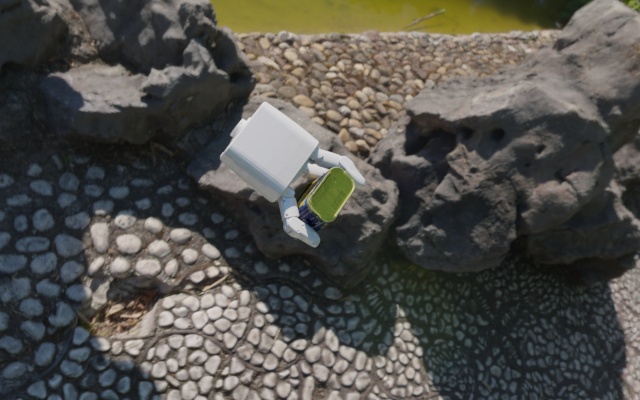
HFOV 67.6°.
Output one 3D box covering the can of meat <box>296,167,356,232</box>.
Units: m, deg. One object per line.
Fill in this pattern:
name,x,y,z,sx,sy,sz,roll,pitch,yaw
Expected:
can of meat,0.000,0.002,0.750,0.057,0.102,0.084,41,-33,-9
